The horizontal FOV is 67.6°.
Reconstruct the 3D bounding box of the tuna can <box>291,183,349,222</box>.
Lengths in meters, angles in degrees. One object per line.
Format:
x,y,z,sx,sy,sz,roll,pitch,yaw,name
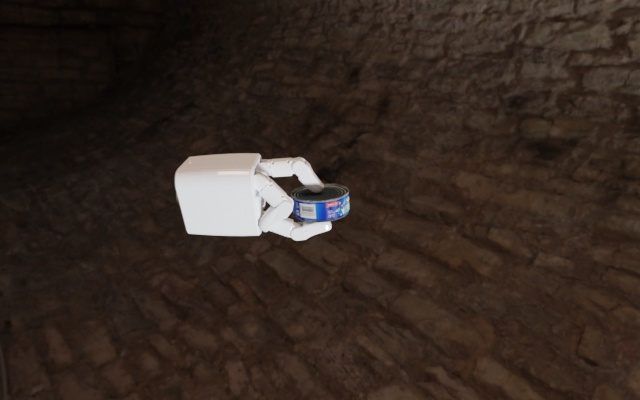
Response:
0.000,0.003,0.706,0.086,0.034,0.086,-3,18,1,tuna can
